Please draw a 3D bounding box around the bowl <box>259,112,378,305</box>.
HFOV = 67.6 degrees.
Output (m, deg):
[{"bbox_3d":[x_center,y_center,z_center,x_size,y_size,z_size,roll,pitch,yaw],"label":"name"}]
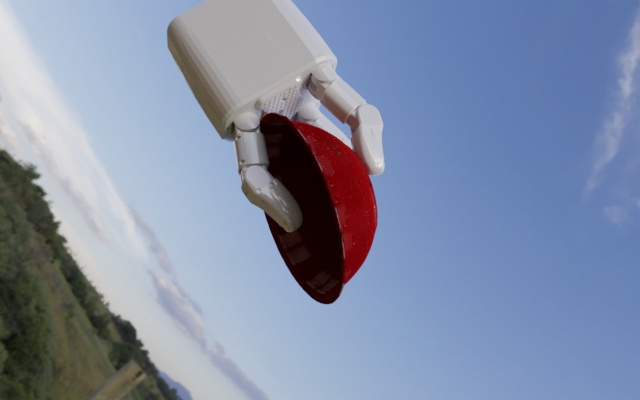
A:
[{"bbox_3d":[0.001,0.002,0.400,0.055,0.162,0.162,-18,7,-23],"label":"bowl"}]
